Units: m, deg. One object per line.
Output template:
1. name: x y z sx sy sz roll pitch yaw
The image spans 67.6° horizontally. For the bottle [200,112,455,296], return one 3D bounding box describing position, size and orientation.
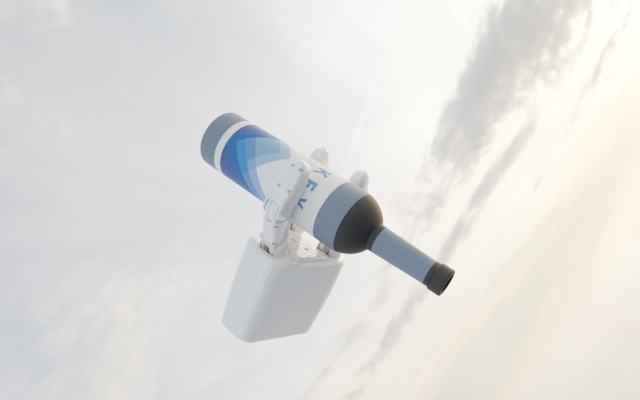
1. bottle: 0.000 0.001 0.483 0.295 0.069 0.069 33 15 25
